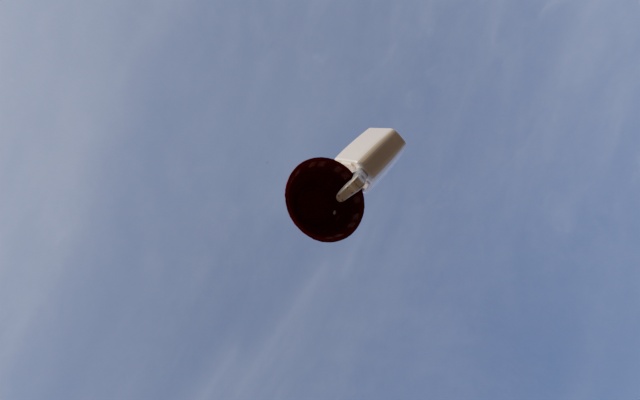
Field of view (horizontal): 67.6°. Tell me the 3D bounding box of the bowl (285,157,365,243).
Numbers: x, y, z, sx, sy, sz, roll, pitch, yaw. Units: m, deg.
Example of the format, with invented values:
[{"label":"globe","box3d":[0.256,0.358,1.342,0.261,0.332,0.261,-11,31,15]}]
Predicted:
[{"label":"bowl","box3d":[-0.001,0.004,0.898,0.162,0.162,0.055,0,-13,-26]}]
